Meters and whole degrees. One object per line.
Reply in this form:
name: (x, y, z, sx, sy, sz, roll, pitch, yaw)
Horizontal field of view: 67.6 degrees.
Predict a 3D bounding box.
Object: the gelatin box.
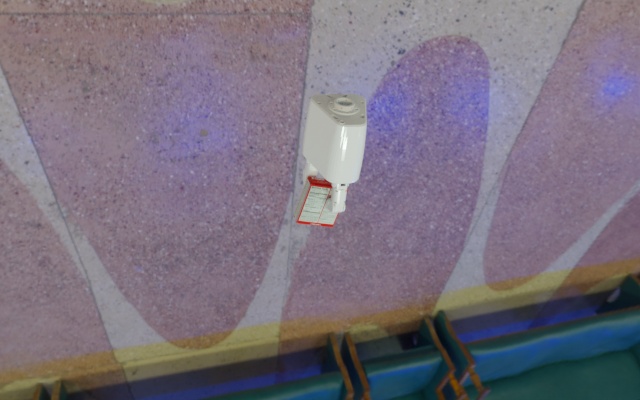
gelatin box: (0.000, 0.003, 0.857, 0.073, 0.089, 0.030, 7, 32, -23)
